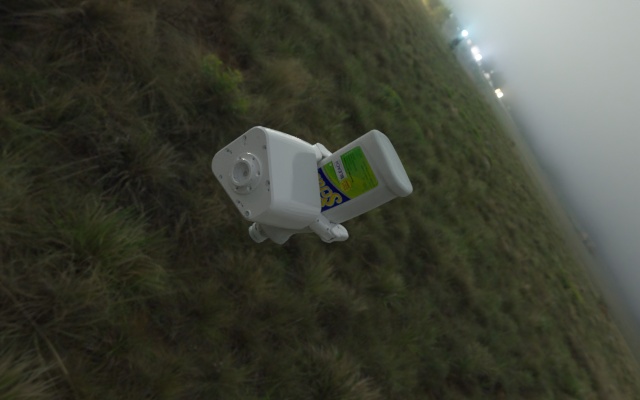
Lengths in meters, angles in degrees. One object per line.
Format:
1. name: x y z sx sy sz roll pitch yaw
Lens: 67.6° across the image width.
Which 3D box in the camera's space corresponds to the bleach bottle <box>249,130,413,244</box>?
1. bleach bottle: 0.000 0.002 0.695 0.251 0.102 0.068 -30 -21 23
